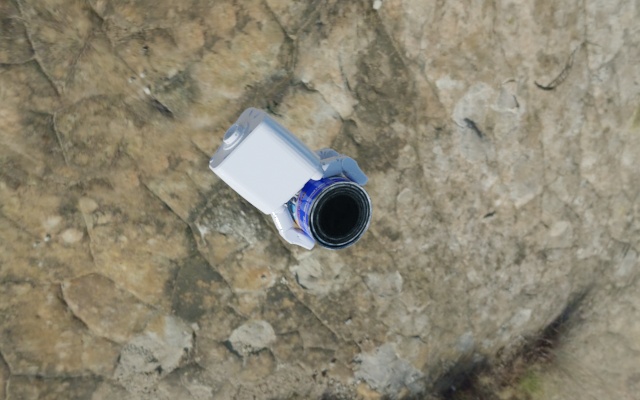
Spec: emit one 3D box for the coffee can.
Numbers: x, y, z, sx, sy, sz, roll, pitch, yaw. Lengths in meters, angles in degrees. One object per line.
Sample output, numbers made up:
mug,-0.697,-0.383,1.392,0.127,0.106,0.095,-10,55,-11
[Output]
coffee can,0.000,0.003,0.731,0.103,0.103,0.140,0,16,-26
